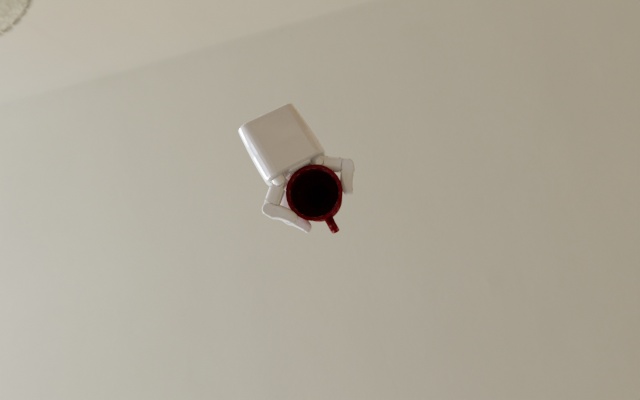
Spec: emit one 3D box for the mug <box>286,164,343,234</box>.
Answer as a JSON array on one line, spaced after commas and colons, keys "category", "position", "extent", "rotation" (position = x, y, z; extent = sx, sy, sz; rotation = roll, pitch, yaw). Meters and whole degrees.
[{"category": "mug", "position": [0.001, 0.004, 0.807], "extent": [0.093, 0.117, 0.081], "rotation": [-31, -11, 1]}]
